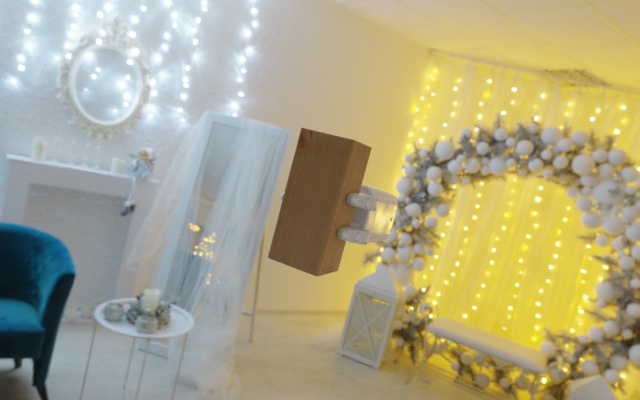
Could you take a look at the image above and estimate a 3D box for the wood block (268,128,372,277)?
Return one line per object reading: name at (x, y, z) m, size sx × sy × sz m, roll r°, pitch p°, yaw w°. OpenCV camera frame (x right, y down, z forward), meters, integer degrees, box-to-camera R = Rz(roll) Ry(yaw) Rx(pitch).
wood block at (0.000, 0.002, 0.744) m, size 0.091 × 0.206 × 0.090 m, roll 17°, pitch 5°, yaw 23°
